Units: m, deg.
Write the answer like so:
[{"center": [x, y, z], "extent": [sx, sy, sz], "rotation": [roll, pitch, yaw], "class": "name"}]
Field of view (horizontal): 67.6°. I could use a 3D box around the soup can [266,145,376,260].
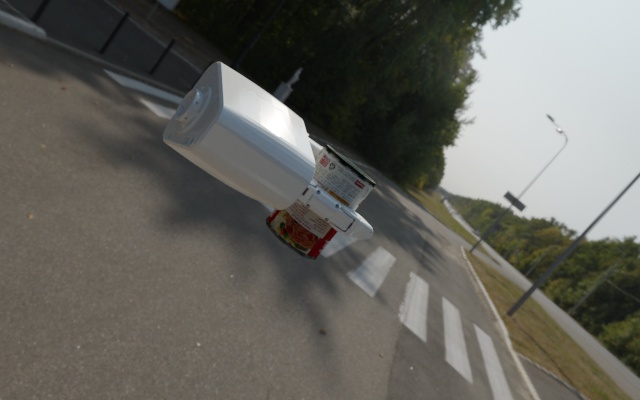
[{"center": [0.001, 0.002, 0.496], "extent": [0.068, 0.102, 0.068], "rotation": [38, 8, -6], "class": "soup can"}]
